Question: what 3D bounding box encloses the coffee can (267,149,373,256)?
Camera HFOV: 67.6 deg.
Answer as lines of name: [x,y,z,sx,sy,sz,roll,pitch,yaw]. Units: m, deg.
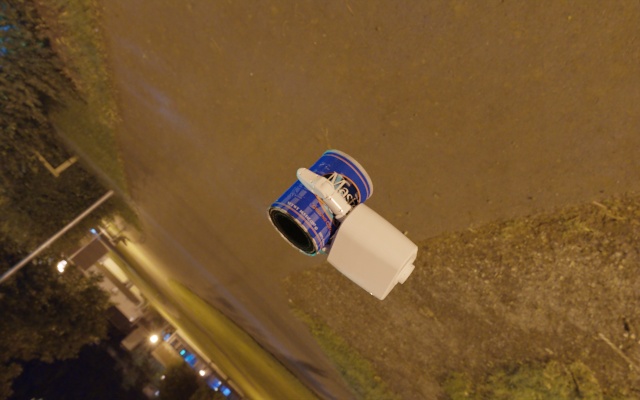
coffee can: [0.000,0.002,0.751,0.140,0.103,0.103,-46,22,-23]
